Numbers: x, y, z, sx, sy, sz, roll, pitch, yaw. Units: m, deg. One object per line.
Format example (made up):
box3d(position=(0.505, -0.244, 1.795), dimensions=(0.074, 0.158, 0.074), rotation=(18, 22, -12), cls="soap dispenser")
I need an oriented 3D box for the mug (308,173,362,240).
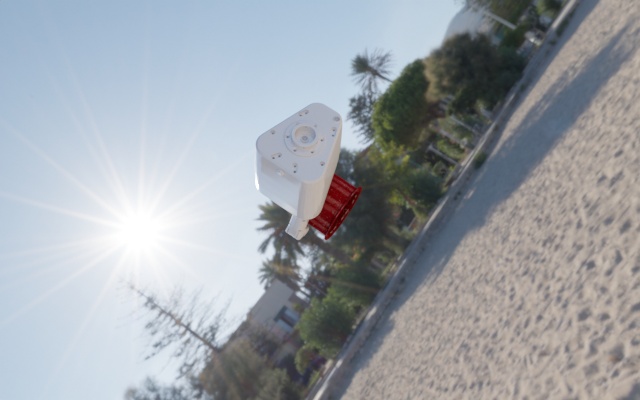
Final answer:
box3d(position=(0.000, 0.003, 0.708), dimensions=(0.081, 0.093, 0.117), rotation=(34, -24, 10), cls="mug")
